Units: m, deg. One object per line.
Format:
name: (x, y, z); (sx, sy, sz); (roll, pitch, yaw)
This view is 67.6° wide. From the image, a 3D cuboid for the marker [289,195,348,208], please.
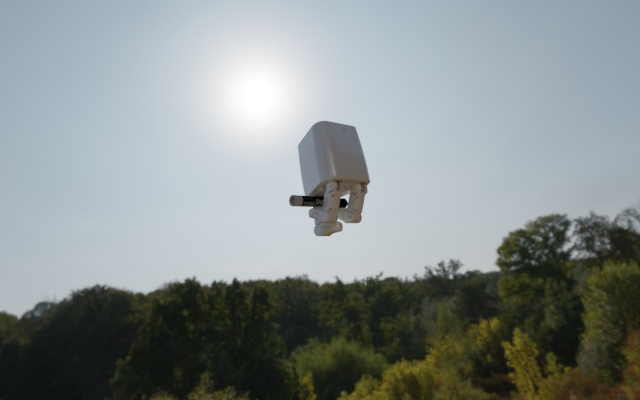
marker: (0.000, 0.003, 0.806); (0.121, 0.020, 0.020); (3, -2, -41)
